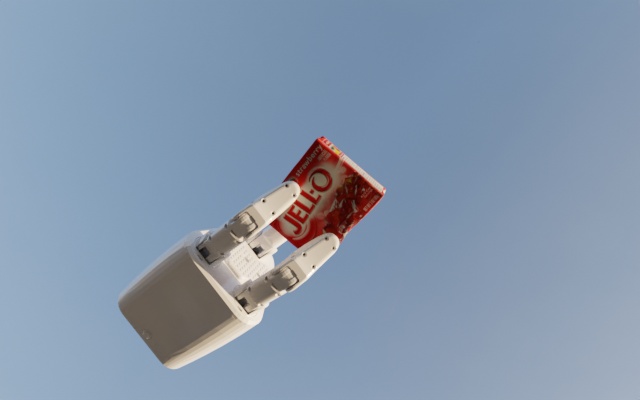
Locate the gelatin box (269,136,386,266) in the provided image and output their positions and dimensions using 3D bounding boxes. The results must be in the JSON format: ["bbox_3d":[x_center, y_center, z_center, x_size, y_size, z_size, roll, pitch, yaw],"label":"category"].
[{"bbox_3d":[0.000,0.001,0.414,0.073,0.089,0.030,41,17,0],"label":"gelatin box"}]
